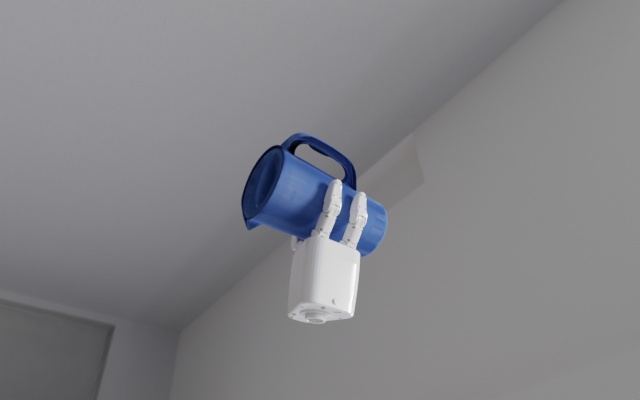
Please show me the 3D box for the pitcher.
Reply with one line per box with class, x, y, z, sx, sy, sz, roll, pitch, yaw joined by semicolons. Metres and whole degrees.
pitcher;0.000;0.003;0.825;0.243;0.145;0.149;24;-36;-28
